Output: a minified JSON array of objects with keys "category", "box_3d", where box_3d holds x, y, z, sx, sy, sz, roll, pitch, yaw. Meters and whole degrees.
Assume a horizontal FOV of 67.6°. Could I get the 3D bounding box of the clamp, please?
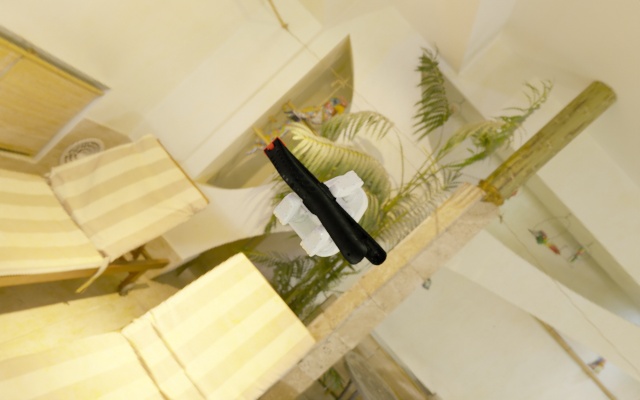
[{"category":"clamp","box_3d":[0.000,0.001,0.579,0.036,0.210,0.164,-43,-10,5]}]
